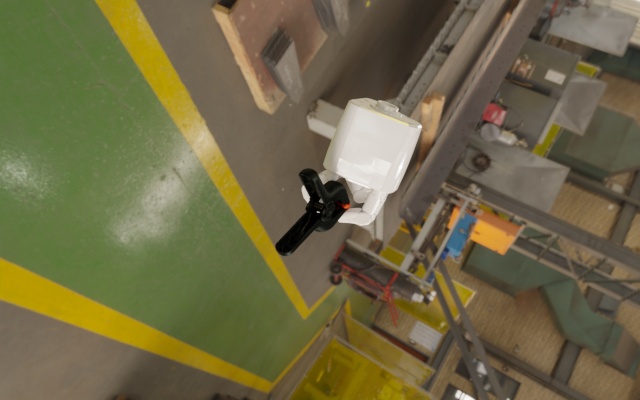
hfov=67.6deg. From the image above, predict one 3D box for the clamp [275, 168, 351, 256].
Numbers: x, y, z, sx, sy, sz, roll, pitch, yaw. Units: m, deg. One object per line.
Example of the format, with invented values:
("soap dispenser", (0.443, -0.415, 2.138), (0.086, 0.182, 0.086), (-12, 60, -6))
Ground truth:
("clamp", (0.001, 0.003, 0.671), (0.039, 0.120, 0.171), (29, 25, 17))
